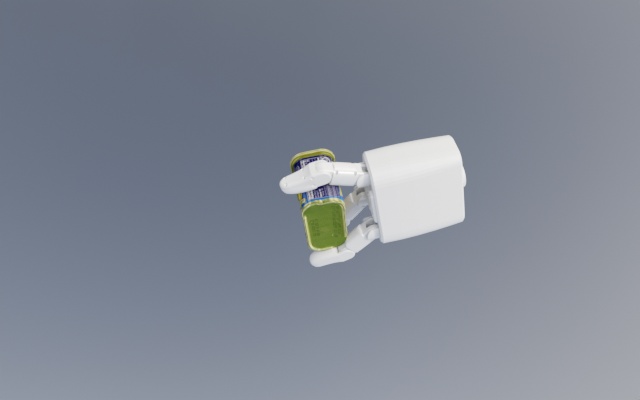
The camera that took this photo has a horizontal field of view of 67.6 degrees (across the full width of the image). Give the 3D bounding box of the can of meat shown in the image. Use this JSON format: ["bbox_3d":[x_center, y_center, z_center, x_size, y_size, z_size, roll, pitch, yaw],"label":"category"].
[{"bbox_3d":[0.000,0.002,0.598,0.057,0.084,0.102,-11,-40,-2],"label":"can of meat"}]
